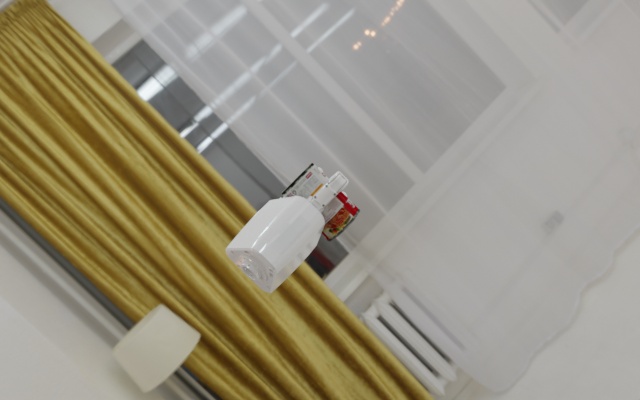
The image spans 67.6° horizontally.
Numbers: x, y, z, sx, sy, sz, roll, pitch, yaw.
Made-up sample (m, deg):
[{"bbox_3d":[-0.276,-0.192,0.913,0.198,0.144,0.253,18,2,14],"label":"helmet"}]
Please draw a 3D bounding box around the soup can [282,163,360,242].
[{"bbox_3d":[0.000,0.002,0.713,0.068,0.102,0.068,-45,4,4],"label":"soup can"}]
